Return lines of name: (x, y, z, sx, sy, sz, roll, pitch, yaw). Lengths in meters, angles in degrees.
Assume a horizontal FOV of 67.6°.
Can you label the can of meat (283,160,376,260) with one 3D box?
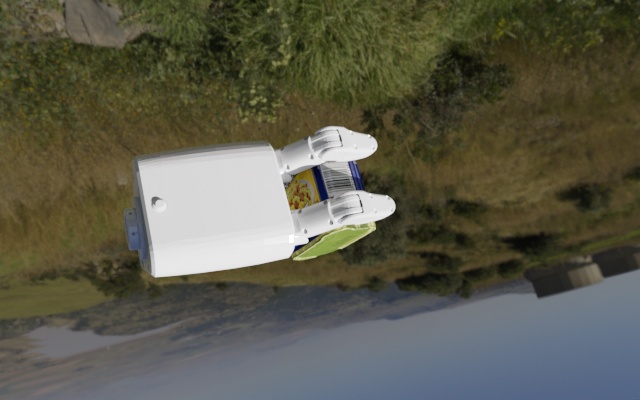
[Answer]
can of meat: (0.000, 0.002, 0.438, 0.057, 0.084, 0.102, -7, -17, -29)
